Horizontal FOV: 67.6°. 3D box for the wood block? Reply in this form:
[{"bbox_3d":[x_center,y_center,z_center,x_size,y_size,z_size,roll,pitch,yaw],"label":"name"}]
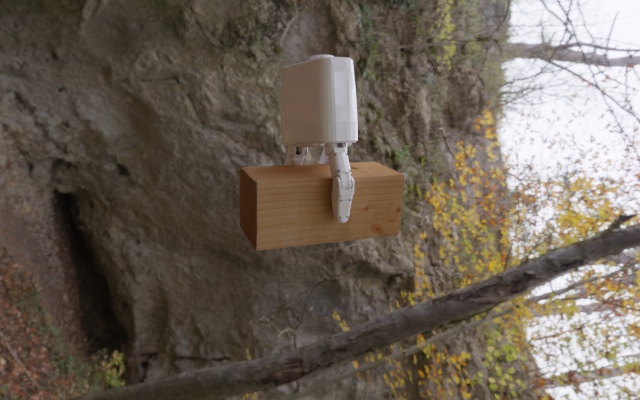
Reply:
[{"bbox_3d":[0.000,0.002,0.656,0.206,0.090,0.090,-4,18,-22],"label":"wood block"}]
